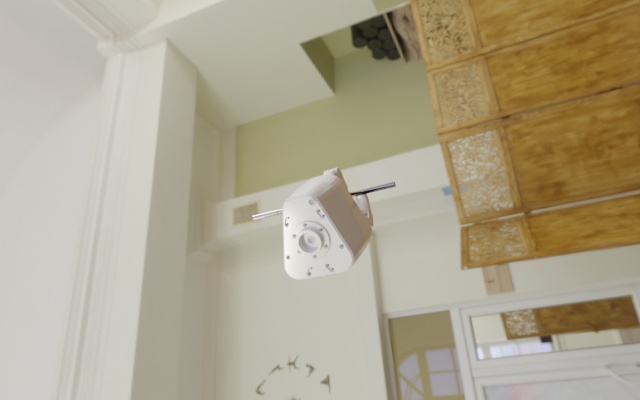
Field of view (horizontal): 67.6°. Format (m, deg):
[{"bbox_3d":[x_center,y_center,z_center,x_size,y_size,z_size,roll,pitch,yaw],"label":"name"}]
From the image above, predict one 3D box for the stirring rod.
[{"bbox_3d":[0.000,0.002,0.748,0.239,0.011,0.011,-14,-5,19],"label":"stirring rod"}]
